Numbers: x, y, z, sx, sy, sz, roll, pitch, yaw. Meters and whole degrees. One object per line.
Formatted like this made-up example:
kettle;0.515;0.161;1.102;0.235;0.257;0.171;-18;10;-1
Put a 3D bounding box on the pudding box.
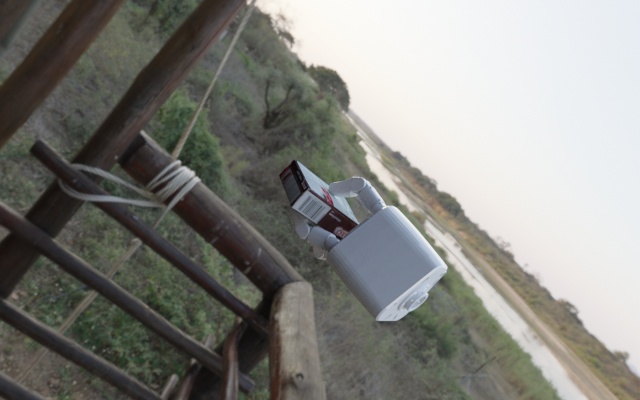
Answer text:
pudding box;0.000;0.002;0.677;0.113;0.039;0.090;38;13;-32
